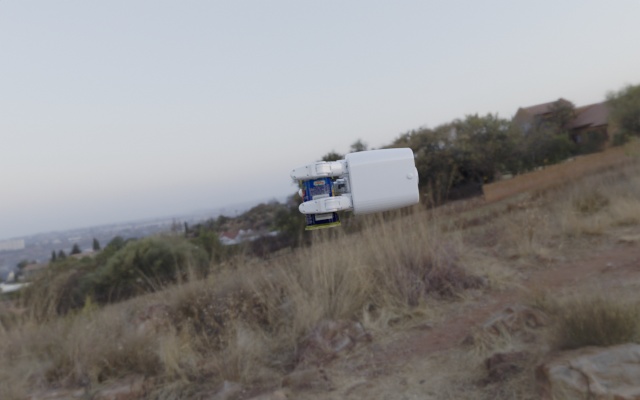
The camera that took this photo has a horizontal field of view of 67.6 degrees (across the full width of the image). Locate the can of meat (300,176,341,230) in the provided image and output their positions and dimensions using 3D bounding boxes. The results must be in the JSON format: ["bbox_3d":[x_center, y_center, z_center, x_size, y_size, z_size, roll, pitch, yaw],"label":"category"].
[{"bbox_3d":[0.000,0.002,0.795,0.057,0.084,0.102,-8,0,3],"label":"can of meat"}]
